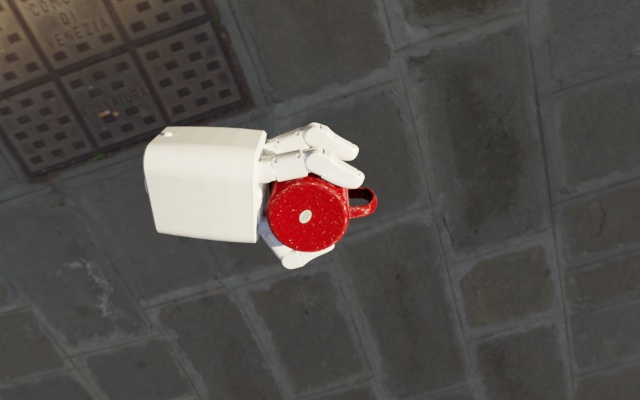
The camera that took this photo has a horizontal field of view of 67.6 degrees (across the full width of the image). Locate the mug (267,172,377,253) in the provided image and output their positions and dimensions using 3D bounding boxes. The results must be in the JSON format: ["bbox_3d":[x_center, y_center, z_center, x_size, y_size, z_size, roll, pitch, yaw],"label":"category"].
[{"bbox_3d":[0.002,0.002,0.498,0.117,0.093,0.081,3,26,-1],"label":"mug"}]
